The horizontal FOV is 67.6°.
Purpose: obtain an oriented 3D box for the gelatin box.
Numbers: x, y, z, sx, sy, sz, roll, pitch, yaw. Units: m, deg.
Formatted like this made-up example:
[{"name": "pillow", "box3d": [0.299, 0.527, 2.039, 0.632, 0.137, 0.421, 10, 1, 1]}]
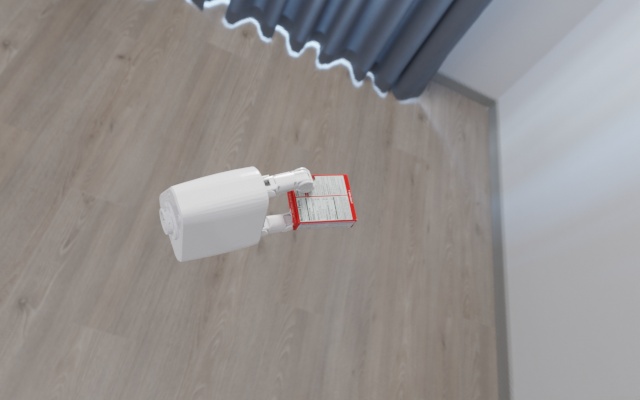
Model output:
[{"name": "gelatin box", "box3d": [0.001, 0.002, 0.664, 0.089, 0.073, 0.030, -2, -25, -19]}]
